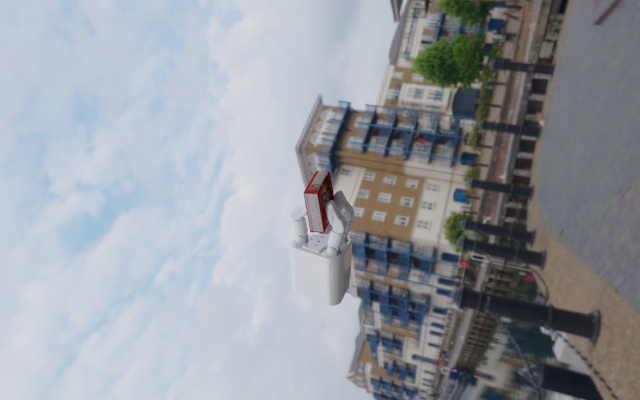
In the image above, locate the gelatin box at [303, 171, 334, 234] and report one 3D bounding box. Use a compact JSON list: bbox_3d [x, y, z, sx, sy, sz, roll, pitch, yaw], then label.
[{"bbox_3d":[0.000,0.002,0.852,0.030,0.089,0.073,3,35,19],"label":"gelatin box"}]
